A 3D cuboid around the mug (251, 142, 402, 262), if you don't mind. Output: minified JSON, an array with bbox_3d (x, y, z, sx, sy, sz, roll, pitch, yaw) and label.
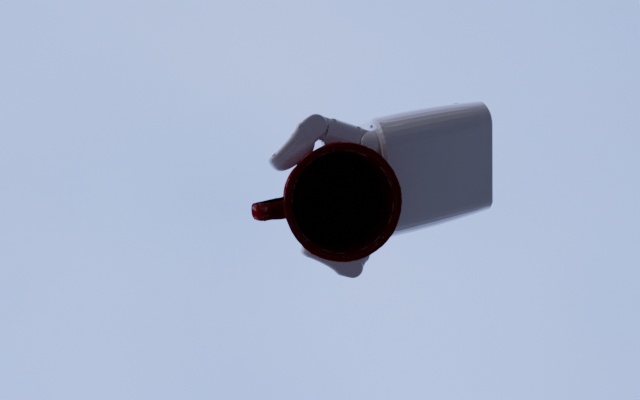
[{"bbox_3d":[-0.001,0.002,0.404,0.117,0.093,0.081,-11,6,-9],"label":"mug"}]
